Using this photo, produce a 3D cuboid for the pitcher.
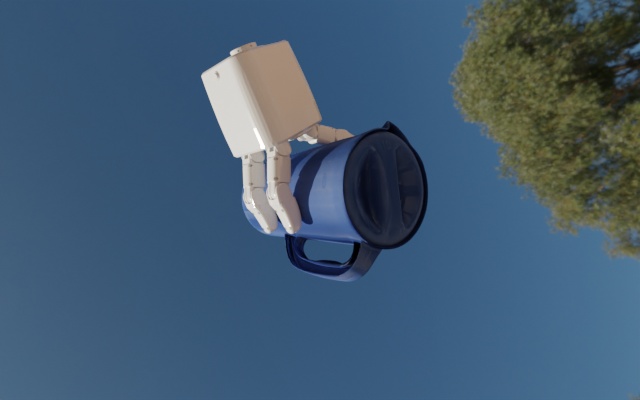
[{"bbox_3d":[0.000,0.002,0.603,0.149,0.145,0.243,-32,17,-35],"label":"pitcher"}]
